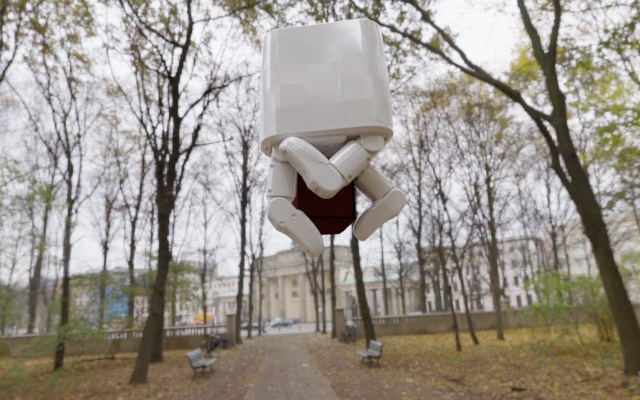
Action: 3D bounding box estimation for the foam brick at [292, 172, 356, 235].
[{"bbox_3d":[0.000,0.002,0.455,0.053,0.051,0.078,0,-15,-10],"label":"foam brick"}]
